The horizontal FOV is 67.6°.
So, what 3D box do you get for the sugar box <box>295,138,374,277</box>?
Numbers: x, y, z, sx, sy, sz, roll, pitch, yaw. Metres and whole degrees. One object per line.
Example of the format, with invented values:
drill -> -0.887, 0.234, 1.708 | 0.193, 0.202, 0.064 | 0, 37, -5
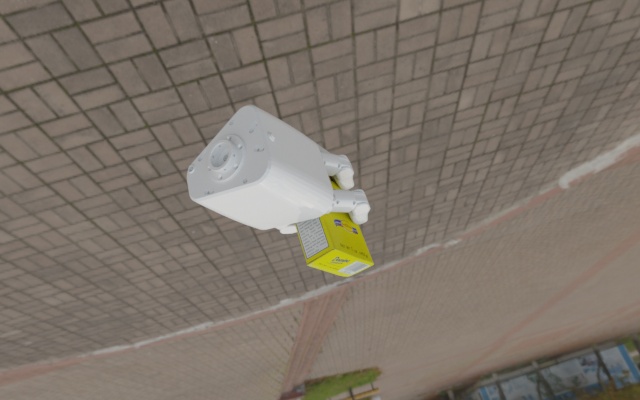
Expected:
sugar box -> 0.000, 0.002, 0.585 | 0.048, 0.176, 0.093 | -30, -31, 22
